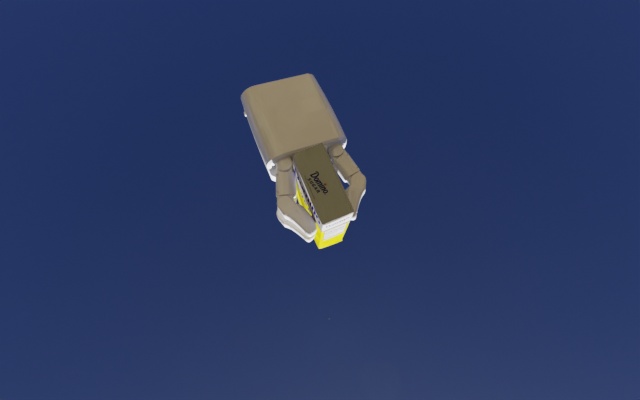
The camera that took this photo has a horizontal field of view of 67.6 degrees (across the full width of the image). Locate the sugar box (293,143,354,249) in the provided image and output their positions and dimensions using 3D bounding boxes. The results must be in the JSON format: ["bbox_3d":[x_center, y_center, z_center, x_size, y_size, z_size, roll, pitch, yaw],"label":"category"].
[{"bbox_3d":[0.000,0.002,0.619,0.048,0.093,0.176,-23,-13,-5],"label":"sugar box"}]
